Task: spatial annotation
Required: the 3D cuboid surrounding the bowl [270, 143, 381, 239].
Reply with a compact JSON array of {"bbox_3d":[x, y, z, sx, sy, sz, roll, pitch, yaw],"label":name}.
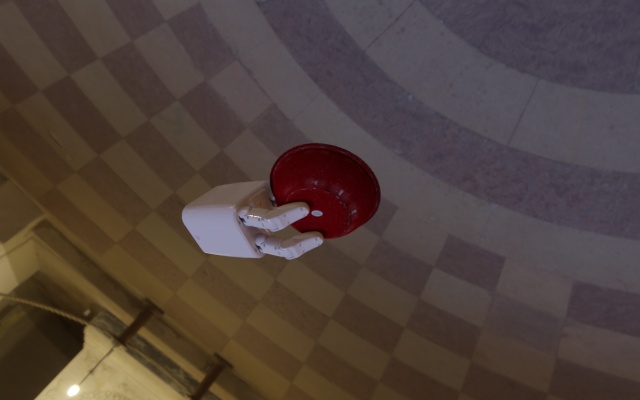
[{"bbox_3d":[0.001,0.002,0.659,0.162,0.162,0.055,0,40,16],"label":"bowl"}]
